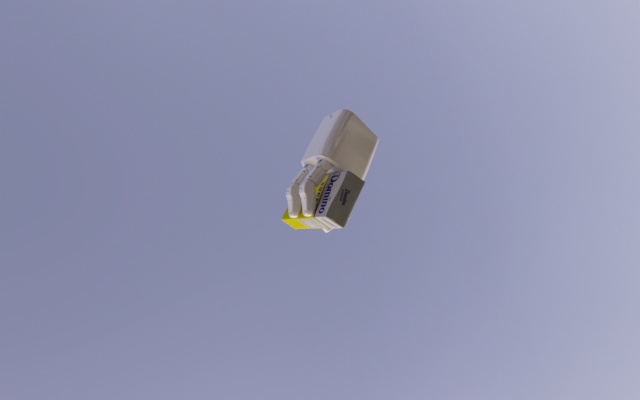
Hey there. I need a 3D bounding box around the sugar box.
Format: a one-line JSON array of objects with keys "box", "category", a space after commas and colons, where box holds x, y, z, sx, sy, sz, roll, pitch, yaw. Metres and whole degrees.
[{"box": [0.000, 0.002, 0.855, 0.048, 0.093, 0.176, 33, -19, -20], "category": "sugar box"}]
